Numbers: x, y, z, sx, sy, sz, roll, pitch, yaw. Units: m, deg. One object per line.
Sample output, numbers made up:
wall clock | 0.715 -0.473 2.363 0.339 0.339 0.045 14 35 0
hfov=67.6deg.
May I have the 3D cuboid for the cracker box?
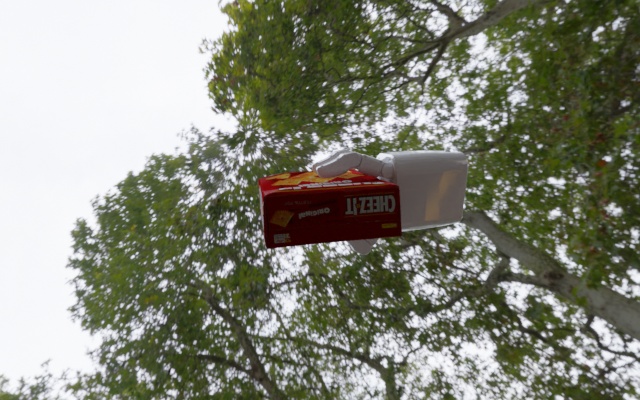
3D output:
cracker box | 0.000 0.002 0.654 0.164 0.072 0.213 -5 9 -8
